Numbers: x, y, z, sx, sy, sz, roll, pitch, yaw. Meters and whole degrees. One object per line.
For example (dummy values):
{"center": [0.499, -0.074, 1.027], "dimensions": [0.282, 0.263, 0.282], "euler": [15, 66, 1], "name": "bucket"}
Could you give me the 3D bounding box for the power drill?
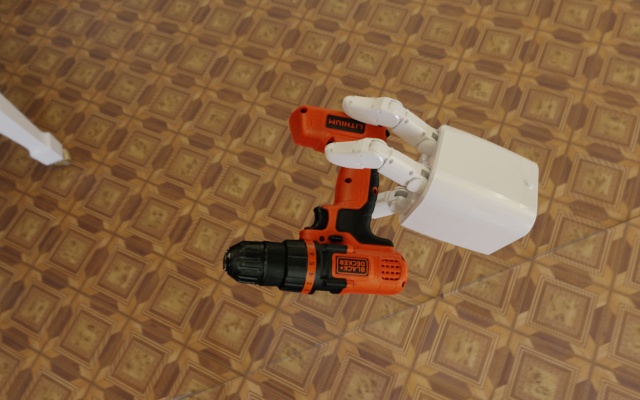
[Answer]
{"center": [0.000, 0.001, 0.488], "dimensions": [0.184, 0.187, 0.057], "euler": [8, -15, -18], "name": "power drill"}
